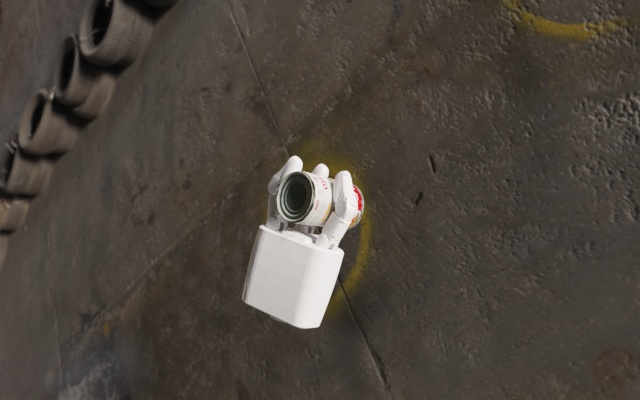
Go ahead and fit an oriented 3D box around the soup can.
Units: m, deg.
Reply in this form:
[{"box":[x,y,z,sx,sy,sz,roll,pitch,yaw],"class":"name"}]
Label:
[{"box":[0.000,0.002,0.631,0.068,0.068,0.102,0,-8,42],"class":"soup can"}]
